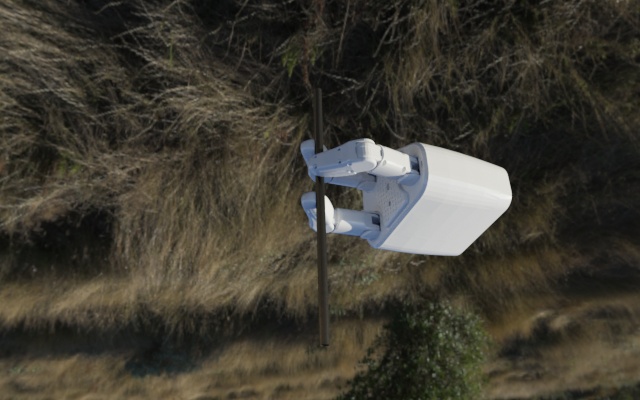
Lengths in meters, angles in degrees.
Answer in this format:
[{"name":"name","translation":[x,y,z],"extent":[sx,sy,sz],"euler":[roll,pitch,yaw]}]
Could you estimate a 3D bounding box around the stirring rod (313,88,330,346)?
[{"name":"stirring rod","translation":[0.000,0.001,0.414],"extent":[0.011,0.239,0.011],"euler":[-1,-25,-1]}]
